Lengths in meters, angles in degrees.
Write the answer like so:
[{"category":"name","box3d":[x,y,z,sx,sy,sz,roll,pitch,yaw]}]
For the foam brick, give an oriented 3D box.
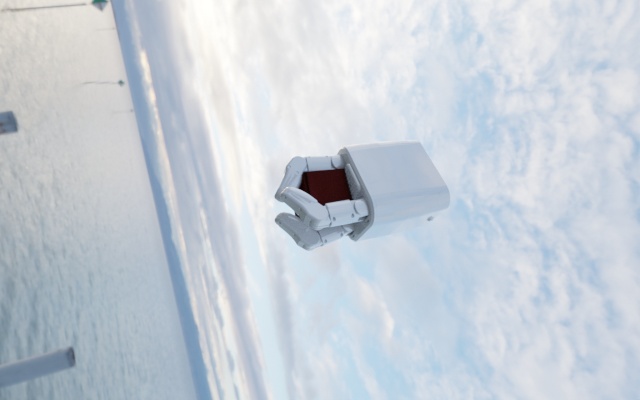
[{"category":"foam brick","box3d":[0.000,0.002,0.586,0.051,0.053,0.078,-7,-20,-17]}]
